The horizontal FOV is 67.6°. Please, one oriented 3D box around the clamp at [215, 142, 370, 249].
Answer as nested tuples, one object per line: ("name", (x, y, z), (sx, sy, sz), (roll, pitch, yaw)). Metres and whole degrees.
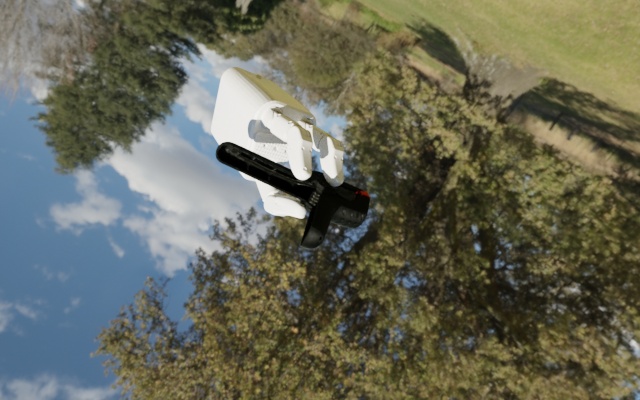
("clamp", (0.000, 0.002, 0.543), (0.210, 0.036, 0.164), (11, 28, -48))
